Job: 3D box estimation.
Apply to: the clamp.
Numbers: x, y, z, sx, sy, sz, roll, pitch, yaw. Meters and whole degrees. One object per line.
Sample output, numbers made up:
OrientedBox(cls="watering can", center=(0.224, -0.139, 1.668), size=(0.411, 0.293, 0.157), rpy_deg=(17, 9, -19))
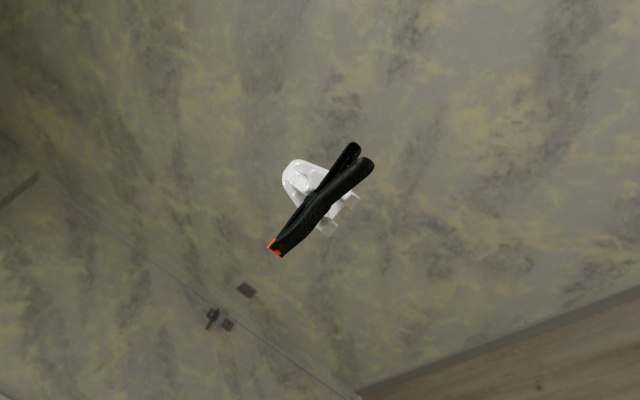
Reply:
OrientedBox(cls="clamp", center=(-0.001, 0.002, 0.691), size=(0.036, 0.210, 0.164), rpy_deg=(40, 3, -10))
